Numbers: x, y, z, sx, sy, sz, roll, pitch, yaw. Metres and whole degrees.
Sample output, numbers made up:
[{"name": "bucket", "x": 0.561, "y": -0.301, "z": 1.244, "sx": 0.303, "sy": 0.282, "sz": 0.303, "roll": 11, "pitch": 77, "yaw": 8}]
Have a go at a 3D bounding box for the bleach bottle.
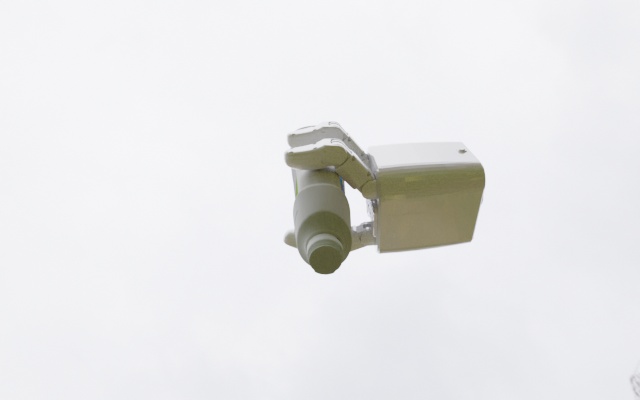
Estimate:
[{"name": "bleach bottle", "x": 0.000, "y": 0.002, "z": 0.508, "sx": 0.068, "sy": 0.103, "sz": 0.250, "roll": -5, "pitch": 26, "yaw": 0}]
